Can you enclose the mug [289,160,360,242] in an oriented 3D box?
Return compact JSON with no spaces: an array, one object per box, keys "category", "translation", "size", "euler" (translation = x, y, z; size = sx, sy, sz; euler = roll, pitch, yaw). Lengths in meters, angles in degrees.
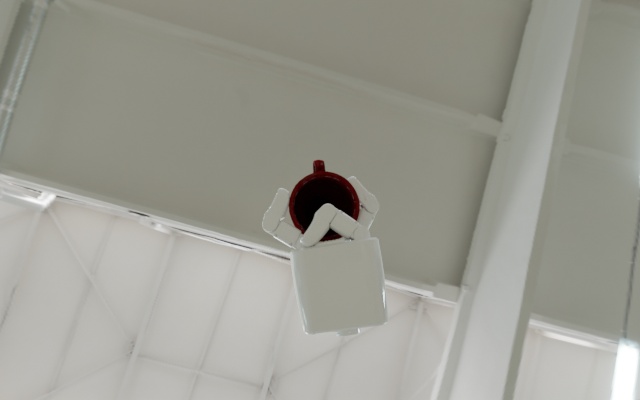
[{"category":"mug","translation":[0.000,0.001,0.661],"size":[0.093,0.117,0.081],"euler":[-7,-9,-6]}]
